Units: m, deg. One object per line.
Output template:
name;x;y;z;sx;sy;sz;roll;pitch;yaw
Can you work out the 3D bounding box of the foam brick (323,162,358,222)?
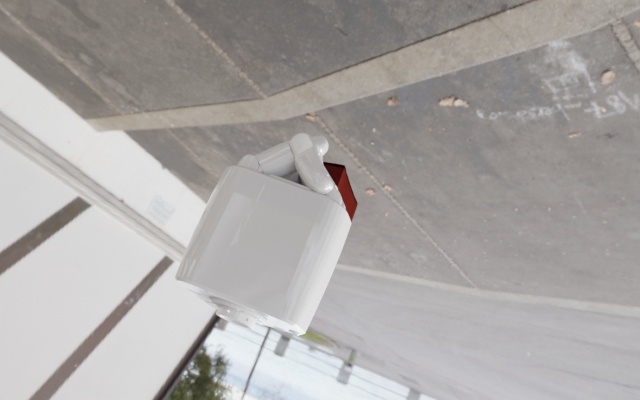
foam brick;0.000;0.002;0.481;0.053;0.051;0.078;11;-25;21
